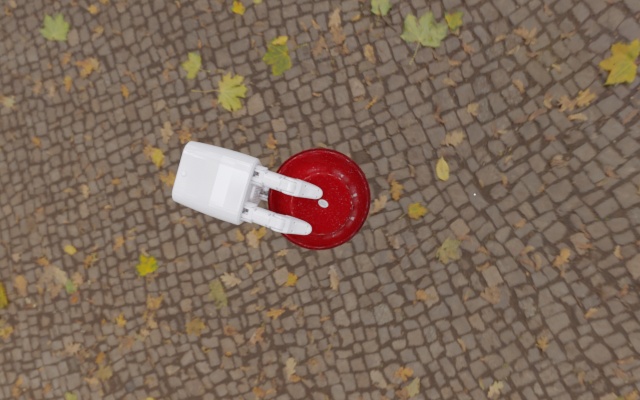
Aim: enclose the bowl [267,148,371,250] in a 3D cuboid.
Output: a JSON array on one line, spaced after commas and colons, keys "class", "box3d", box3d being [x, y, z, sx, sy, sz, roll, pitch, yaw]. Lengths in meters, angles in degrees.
[{"class": "bowl", "box3d": [0.001, 0.002, 0.721, 0.162, 0.162, 0.055, 0, 8, -4]}]
